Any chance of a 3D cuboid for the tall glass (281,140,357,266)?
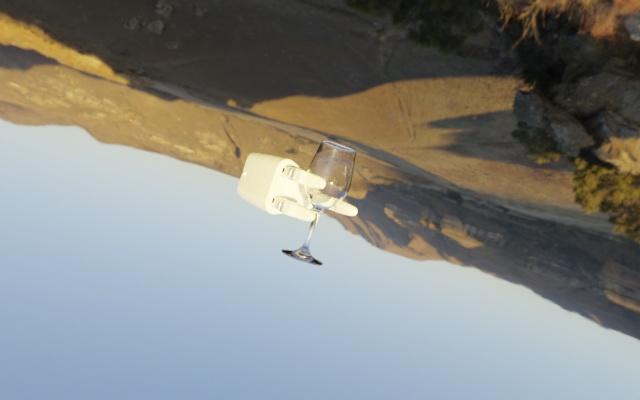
[{"bbox_3d":[0.000,0.003,0.807,0.079,0.201,0.079,19,2,-1],"label":"tall glass"}]
